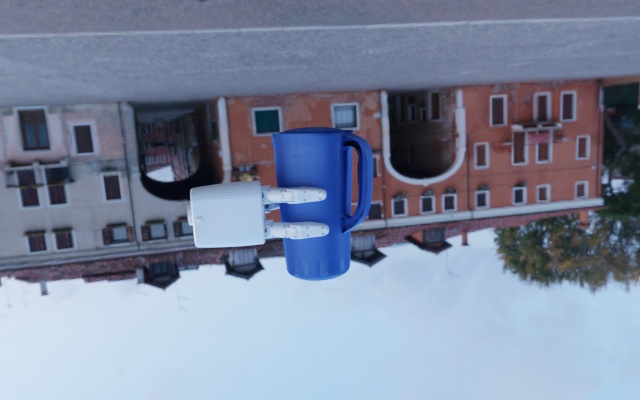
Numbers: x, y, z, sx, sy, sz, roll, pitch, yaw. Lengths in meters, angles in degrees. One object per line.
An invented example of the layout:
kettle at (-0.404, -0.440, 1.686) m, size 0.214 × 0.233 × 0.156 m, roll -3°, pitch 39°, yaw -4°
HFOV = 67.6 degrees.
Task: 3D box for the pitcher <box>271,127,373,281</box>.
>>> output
pitcher at (0.000, 0.003, 0.779) m, size 0.145 × 0.243 × 0.149 m, roll -5°, pitch 10°, yaw -10°
